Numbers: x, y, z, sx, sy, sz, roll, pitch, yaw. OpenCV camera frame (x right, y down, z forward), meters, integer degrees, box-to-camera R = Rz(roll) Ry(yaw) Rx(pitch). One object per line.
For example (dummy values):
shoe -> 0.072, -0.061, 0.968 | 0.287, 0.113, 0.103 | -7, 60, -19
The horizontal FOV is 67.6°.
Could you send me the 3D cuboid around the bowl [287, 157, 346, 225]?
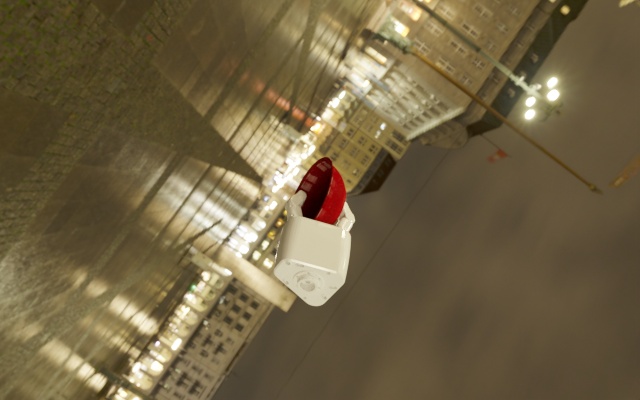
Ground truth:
bowl -> 0.001, 0.002, 0.890 | 0.055, 0.162, 0.162 | 24, -10, -22
